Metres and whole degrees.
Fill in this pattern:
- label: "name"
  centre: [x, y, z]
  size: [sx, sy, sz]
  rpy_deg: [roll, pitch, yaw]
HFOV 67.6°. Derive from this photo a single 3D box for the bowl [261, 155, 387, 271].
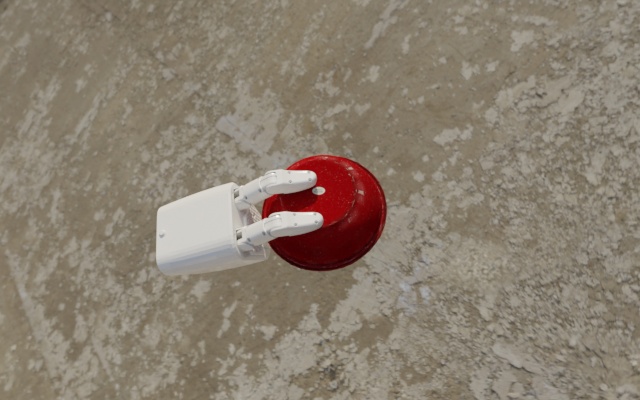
- label: "bowl"
  centre: [0.001, 0.001, 0.585]
  size: [0.162, 0.162, 0.055]
  rpy_deg: [0, -26, 9]
